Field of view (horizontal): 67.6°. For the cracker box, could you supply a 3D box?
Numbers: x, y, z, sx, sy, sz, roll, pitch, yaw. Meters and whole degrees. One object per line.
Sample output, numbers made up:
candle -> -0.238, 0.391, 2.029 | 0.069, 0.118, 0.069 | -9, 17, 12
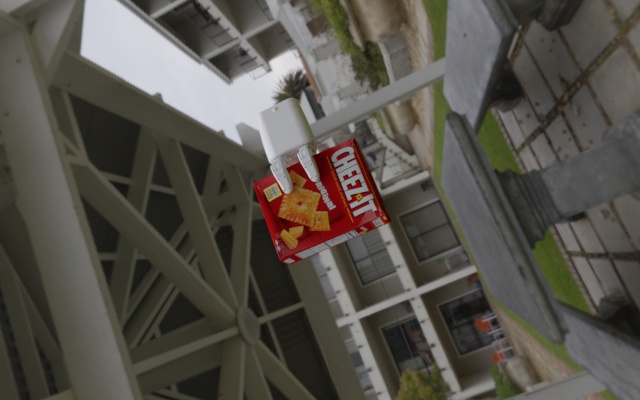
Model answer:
cracker box -> 0.000, 0.003, 0.893 | 0.214, 0.164, 0.072 | -24, -19, 9
